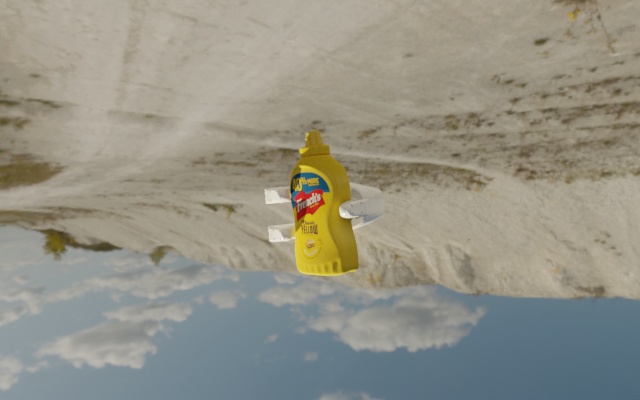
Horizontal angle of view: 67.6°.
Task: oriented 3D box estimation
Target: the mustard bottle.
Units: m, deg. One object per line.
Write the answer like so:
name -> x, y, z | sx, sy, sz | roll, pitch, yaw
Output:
mustard bottle -> 0.000, 0.002, 0.647 | 0.058, 0.191, 0.096 | -6, 1, -41
